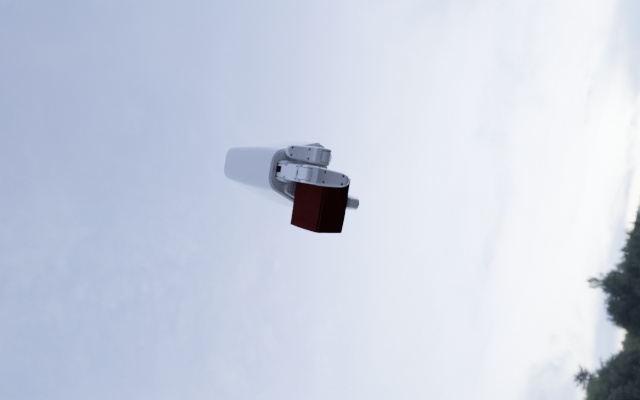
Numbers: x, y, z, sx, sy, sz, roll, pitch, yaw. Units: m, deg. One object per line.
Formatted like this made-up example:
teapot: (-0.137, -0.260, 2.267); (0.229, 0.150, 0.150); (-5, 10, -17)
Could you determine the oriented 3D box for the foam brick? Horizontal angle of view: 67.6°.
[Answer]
foam brick: (0.000, 0.002, 0.639); (0.051, 0.078, 0.053); (11, 2, 41)
